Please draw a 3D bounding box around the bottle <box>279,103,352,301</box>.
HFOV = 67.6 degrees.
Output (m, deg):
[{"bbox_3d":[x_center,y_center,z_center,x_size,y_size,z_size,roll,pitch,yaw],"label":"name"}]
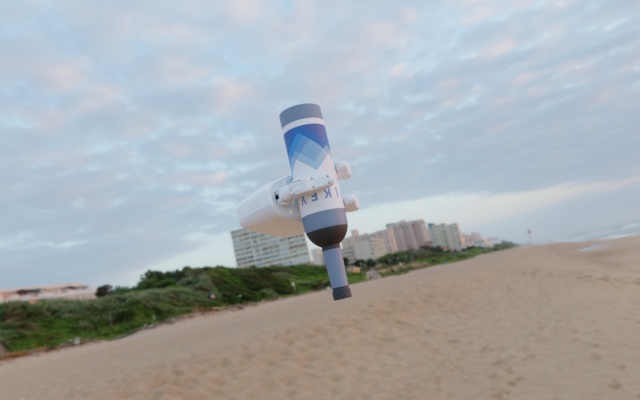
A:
[{"bbox_3d":[0.000,0.002,0.723,0.069,0.295,0.069,-13,-10,-2],"label":"bottle"}]
